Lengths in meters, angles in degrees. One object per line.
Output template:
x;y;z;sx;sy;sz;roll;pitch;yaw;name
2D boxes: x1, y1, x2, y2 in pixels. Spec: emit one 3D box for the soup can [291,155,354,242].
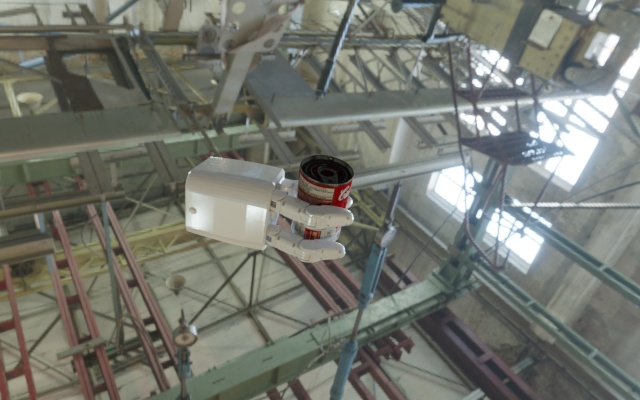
0.001;0.002;0.618;0.068;0.102;0.068;8;35;-5;soup can
